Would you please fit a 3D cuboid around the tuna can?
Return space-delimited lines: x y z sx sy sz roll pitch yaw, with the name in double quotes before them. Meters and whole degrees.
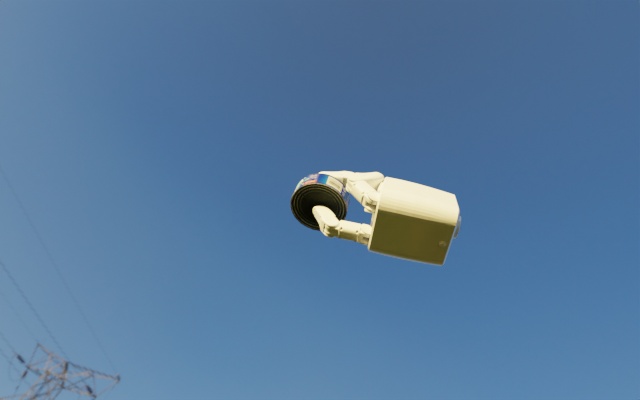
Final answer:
"tuna can" 0.000 0.002 0.719 0.086 0.086 0.033 0 34 14
